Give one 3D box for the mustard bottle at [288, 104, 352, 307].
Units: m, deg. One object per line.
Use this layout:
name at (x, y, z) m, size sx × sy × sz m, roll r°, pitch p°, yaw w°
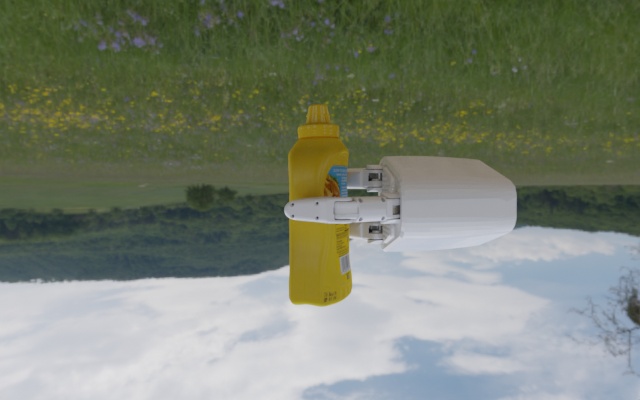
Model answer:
mustard bottle at (0.000, 0.002, 0.476) m, size 0.058 × 0.191 × 0.096 m, roll 0°, pitch 3°, yaw 20°
